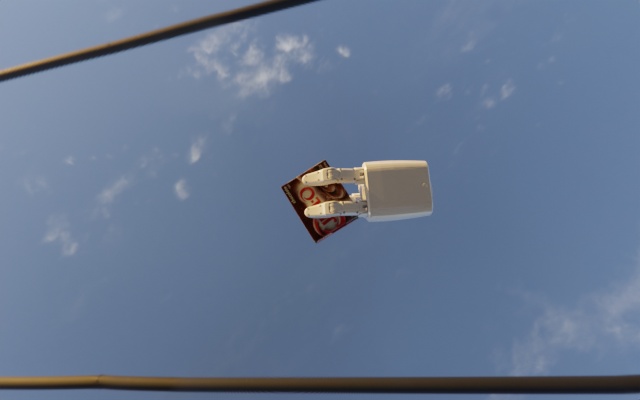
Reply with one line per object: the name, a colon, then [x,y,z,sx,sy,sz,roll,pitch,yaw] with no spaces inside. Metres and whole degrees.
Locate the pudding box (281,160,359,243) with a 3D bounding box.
pudding box: [0.000,0.003,0.806,0.090,0.113,0.039,-32,-11,-4]
